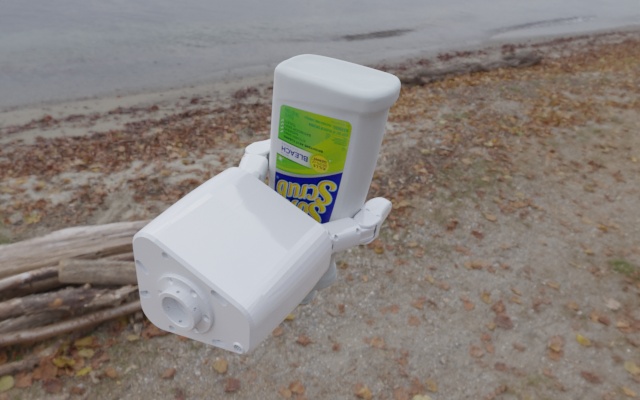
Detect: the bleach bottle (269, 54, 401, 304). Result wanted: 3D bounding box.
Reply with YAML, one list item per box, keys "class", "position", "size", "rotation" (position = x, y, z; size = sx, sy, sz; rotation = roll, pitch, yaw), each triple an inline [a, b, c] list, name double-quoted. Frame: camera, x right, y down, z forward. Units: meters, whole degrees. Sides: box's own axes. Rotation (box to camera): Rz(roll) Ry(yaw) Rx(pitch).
- class: "bleach bottle"
  position: [0.000, 0.001, 0.447]
  size: [0.102, 0.251, 0.068]
  rotation: [21, 36, 21]
